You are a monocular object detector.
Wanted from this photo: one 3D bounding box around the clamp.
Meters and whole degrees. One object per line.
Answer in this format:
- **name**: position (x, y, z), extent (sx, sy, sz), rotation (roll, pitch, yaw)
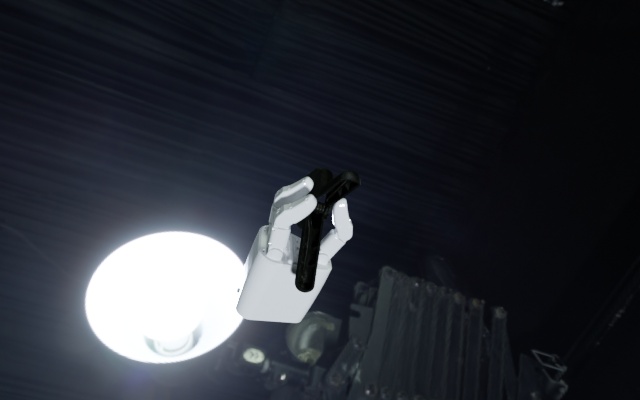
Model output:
- **clamp**: position (0.001, 0.002, 0.650), extent (0.036, 0.165, 0.210), rotation (20, 23, -15)
